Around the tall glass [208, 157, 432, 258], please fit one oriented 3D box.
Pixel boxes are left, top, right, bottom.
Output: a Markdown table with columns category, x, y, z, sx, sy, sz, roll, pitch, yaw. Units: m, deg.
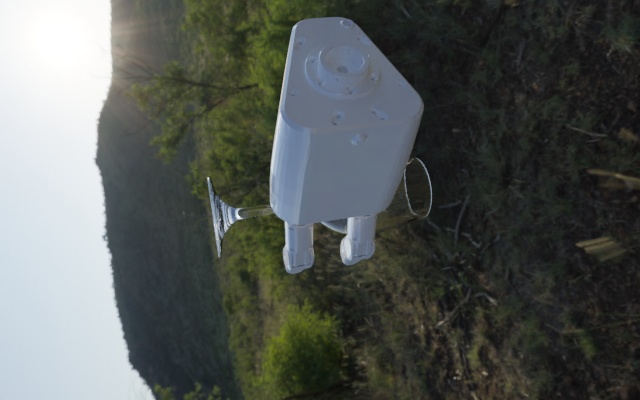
| category | x | y | z | sx | sy | sz | roll | pitch | yaw |
| --- | --- | --- | --- | --- | --- | --- | --- | --- | --- |
| tall glass | -0.001 | 0.002 | 0.452 | 0.201 | 0.079 | 0.079 | -8 | 2 | -12 |
